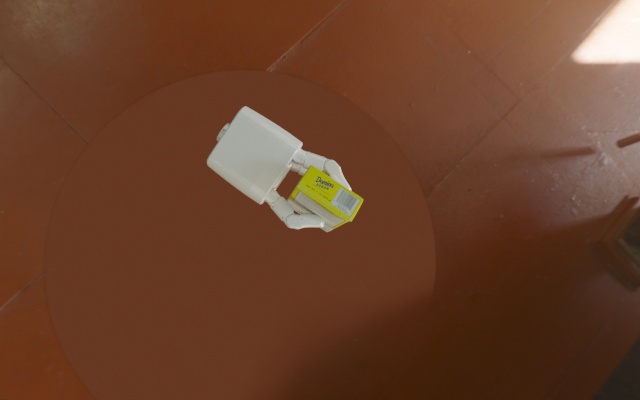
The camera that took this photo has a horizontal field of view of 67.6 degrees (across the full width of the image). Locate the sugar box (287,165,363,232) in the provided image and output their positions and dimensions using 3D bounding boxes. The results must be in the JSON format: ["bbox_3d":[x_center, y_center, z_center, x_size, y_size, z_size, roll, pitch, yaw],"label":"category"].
[{"bbox_3d":[0.000,0.002,0.754,0.093,0.048,0.176,34,-10,-4],"label":"sugar box"}]
